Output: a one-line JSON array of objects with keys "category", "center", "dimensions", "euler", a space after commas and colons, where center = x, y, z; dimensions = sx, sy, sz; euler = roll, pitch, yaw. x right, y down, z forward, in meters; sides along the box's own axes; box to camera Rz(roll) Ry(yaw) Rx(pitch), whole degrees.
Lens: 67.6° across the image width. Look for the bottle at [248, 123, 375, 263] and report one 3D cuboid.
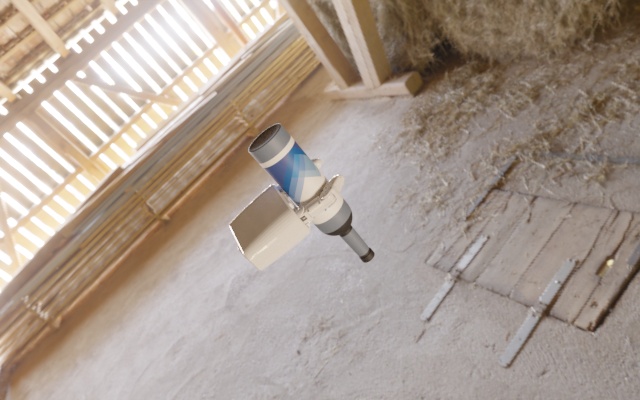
[{"category": "bottle", "center": [0.000, 0.002, 0.804], "dimensions": [0.296, 0.069, 0.069], "euler": [49, -26, -25]}]
